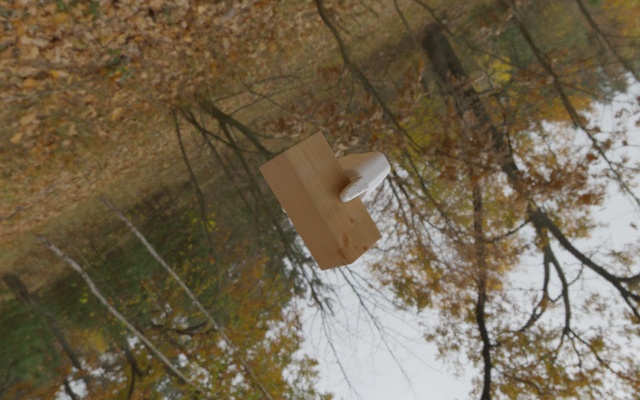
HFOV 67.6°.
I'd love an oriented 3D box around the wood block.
[{"bbox_3d":[0.001,0.002,0.797,0.090,0.206,0.091,-36,8,-37],"label":"wood block"}]
